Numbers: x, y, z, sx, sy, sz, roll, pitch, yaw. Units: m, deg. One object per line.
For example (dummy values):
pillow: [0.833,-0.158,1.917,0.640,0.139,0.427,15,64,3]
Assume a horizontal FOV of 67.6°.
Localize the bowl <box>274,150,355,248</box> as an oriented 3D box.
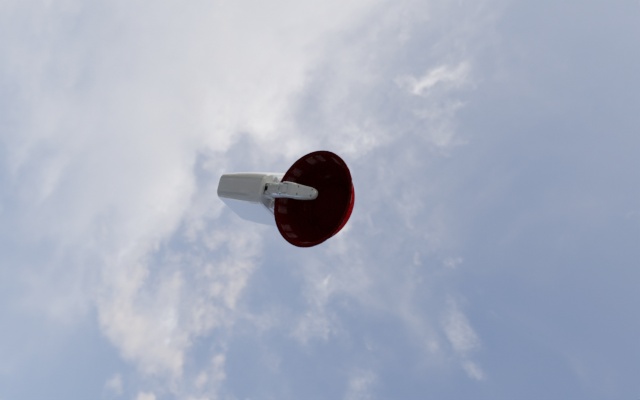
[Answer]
bowl: [0.001,0.003,0.779,0.162,0.162,0.055,0,-16,40]
